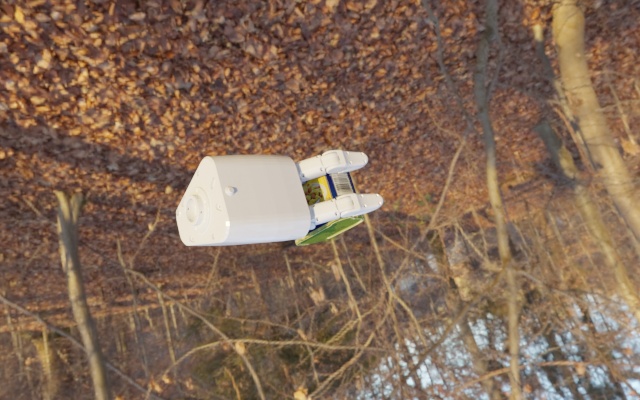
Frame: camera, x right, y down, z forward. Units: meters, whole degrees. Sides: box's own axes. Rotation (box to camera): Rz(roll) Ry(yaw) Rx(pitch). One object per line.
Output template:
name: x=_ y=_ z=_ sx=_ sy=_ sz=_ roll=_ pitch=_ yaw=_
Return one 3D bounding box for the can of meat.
can of meat: x=0.000 y=0.002 z=0.604 sx=0.057 sy=0.084 sz=0.102 roll=0 pitch=-23 yaw=-45
